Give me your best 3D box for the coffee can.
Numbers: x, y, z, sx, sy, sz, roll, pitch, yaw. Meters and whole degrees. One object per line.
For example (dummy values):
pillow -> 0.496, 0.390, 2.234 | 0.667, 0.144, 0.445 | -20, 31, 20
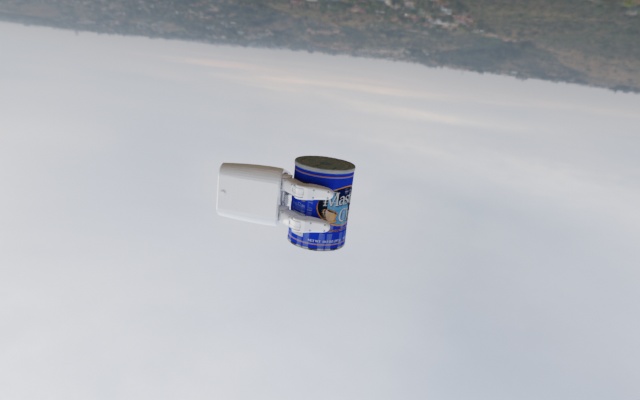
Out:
coffee can -> 0.000, 0.003, 0.816 | 0.103, 0.140, 0.102 | 6, 16, -2
